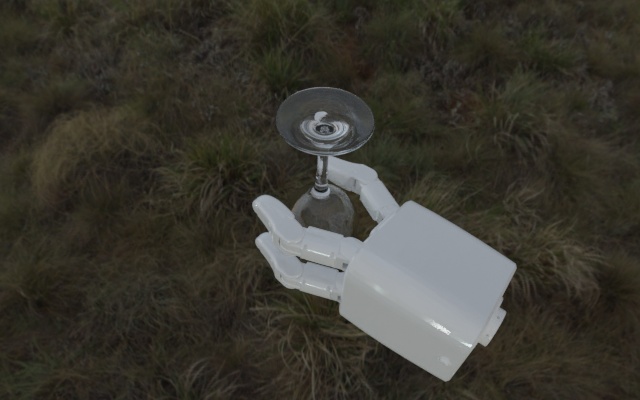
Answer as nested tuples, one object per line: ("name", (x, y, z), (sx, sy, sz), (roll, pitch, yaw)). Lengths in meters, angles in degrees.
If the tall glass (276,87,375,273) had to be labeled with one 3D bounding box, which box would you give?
("tall glass", (0.000, 0.001, 0.433), (0.079, 0.079, 0.201), (0, -39, -3))
